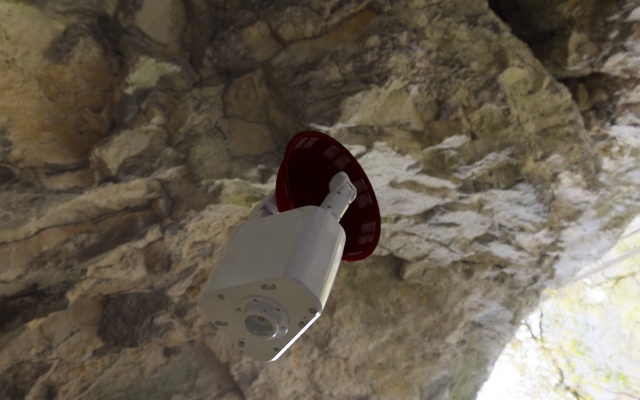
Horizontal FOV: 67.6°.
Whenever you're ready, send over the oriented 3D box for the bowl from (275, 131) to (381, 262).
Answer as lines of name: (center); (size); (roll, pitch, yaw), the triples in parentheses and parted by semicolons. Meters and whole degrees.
bowl: (0.000, 0.001, 0.560); (0.055, 0.162, 0.162); (-28, -18, 37)
